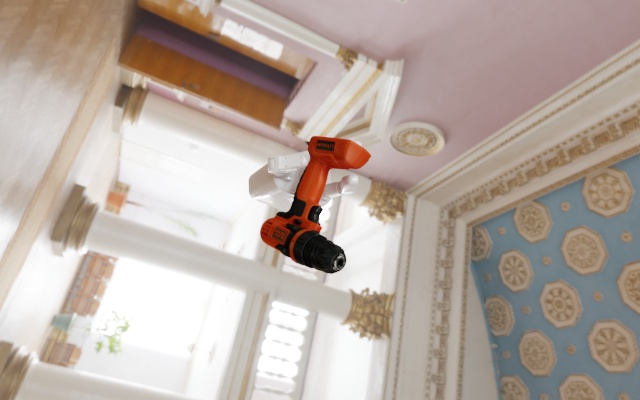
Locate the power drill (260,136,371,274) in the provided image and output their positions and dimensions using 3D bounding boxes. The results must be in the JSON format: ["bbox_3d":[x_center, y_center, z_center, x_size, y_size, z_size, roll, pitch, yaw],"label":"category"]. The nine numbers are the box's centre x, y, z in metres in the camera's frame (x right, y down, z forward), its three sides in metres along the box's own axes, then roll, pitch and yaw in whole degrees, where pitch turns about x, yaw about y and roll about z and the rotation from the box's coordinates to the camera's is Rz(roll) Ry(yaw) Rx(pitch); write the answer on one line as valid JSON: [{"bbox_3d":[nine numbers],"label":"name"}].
[{"bbox_3d":[0.000,0.002,0.689,0.057,0.187,0.184,32,-9,-39],"label":"power drill"}]
